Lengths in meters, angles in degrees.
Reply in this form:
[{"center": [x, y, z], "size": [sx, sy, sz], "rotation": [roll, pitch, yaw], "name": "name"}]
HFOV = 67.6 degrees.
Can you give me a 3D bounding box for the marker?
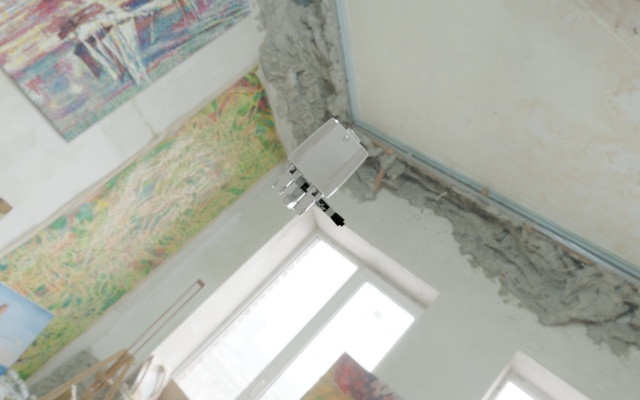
[{"center": [0.000, 0.003, 0.877], "size": [0.020, 0.121, 0.020], "rotation": [-44, -1, -1], "name": "marker"}]
